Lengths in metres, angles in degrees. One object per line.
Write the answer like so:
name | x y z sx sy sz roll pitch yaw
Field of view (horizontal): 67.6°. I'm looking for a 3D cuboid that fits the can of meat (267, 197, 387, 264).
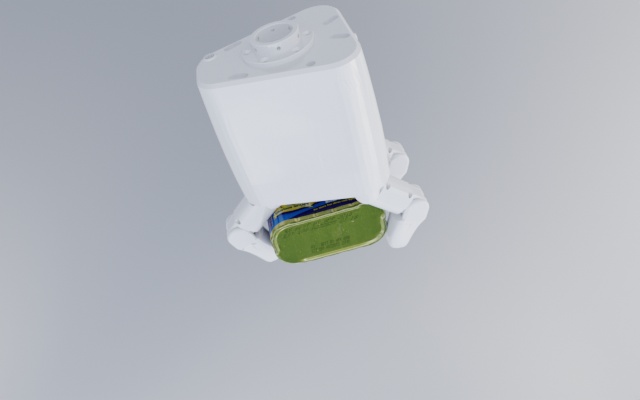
can of meat | 0.000 0.002 0.419 0.102 0.057 0.084 -16 43 -1
